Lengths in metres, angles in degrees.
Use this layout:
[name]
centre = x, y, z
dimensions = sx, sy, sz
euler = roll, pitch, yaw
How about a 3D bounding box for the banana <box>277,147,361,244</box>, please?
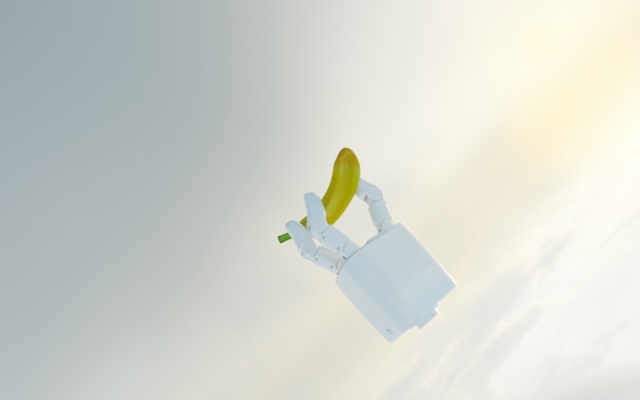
[banana]
centre = 0.012, 0.000, 0.641
dimensions = 0.069, 0.037, 0.198
euler = -16, -29, -43
